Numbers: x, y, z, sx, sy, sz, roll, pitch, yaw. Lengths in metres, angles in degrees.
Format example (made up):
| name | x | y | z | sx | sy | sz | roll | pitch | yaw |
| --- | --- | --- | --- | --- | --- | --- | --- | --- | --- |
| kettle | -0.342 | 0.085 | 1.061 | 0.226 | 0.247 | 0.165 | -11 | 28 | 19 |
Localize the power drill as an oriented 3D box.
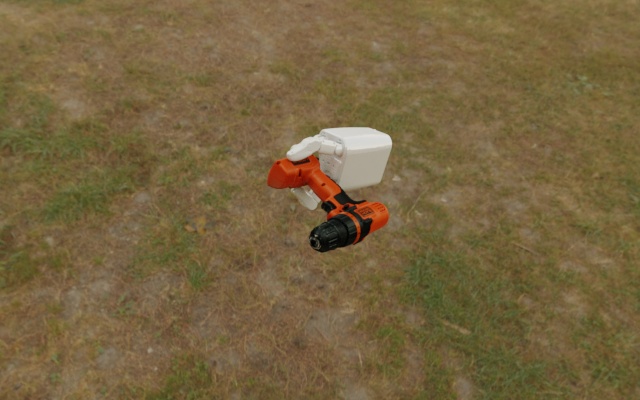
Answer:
| name | x | y | z | sx | sy | sz | roll | pitch | yaw |
| --- | --- | --- | --- | --- | --- | --- | --- | --- | --- |
| power drill | 0.000 | 0.002 | 0.782 | 0.187 | 0.057 | 0.184 | 42 | 33 | 23 |
